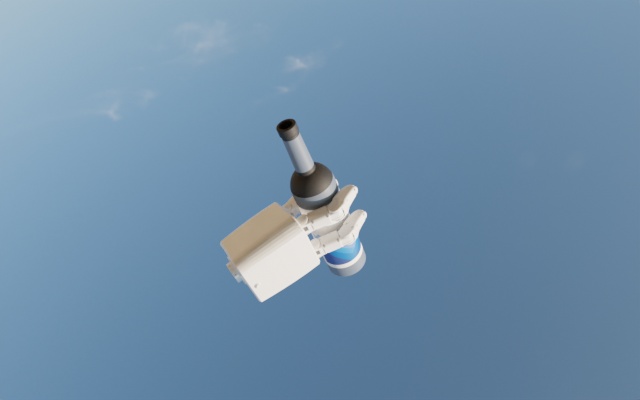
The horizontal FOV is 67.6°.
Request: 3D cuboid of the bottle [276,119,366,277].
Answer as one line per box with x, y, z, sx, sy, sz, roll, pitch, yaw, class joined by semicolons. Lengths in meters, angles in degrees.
0.000;0.002;0.715;0.069;0.069;0.296;0;-43;25;bottle
